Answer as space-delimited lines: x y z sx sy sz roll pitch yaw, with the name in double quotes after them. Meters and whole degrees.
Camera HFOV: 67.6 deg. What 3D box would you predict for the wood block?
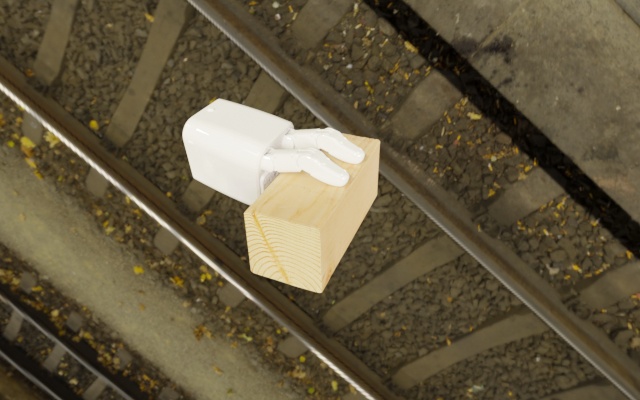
0.000 0.002 0.585 0.090 0.091 0.206 13 37 19 "wood block"
